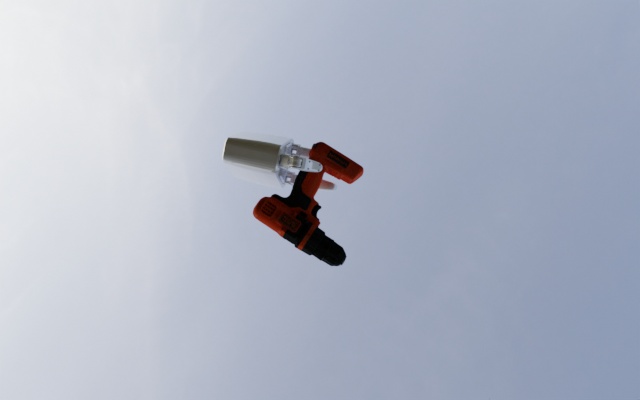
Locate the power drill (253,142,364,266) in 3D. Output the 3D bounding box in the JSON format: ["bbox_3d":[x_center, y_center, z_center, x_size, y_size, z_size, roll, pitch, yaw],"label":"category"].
[{"bbox_3d":[0.000,0.002,0.857,0.184,0.187,0.057,33,-19,0],"label":"power drill"}]
